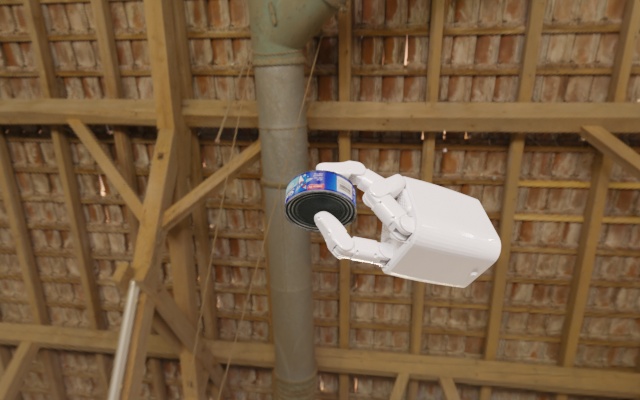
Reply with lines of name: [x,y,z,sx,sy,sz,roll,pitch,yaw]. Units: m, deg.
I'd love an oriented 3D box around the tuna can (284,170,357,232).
tuna can: [0.000,0.001,0.572,0.086,0.033,0.086,1,-36,1]
